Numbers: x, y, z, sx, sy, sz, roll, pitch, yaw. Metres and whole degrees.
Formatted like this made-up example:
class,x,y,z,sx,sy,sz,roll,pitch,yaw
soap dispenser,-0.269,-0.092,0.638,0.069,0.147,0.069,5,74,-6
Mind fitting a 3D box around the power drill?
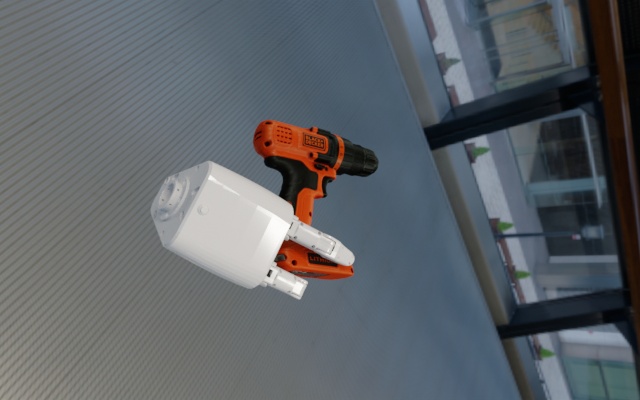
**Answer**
class,x,y,z,sx,sy,sz,roll,pitch,yaw
power drill,0.000,0.002,0.598,0.184,0.187,0.057,10,-20,-32
